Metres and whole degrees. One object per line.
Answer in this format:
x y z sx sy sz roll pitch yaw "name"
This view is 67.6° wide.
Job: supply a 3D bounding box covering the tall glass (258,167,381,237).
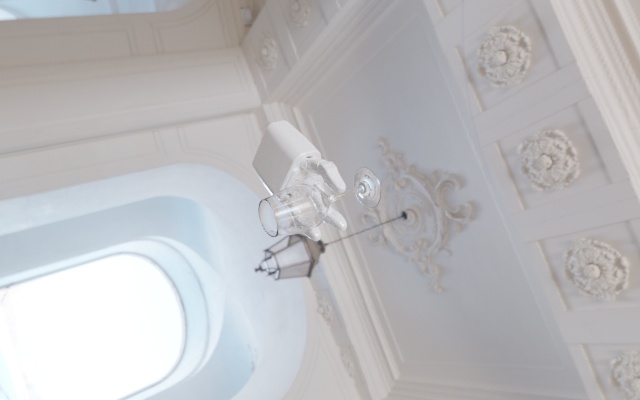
0.001 0.002 0.786 0.201 0.079 0.079 -18 9 -31 "tall glass"
